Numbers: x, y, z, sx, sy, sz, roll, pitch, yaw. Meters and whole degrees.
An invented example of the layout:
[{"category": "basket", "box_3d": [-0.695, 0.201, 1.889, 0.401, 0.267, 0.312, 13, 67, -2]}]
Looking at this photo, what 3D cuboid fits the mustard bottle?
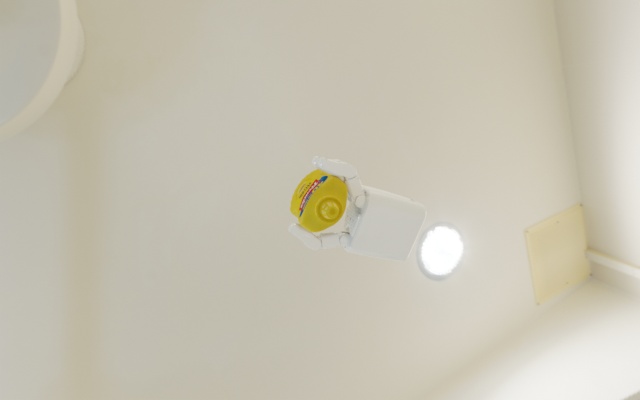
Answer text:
[{"category": "mustard bottle", "box_3d": [0.000, 0.002, 0.767, 0.058, 0.096, 0.191, 36, 1, -14]}]
